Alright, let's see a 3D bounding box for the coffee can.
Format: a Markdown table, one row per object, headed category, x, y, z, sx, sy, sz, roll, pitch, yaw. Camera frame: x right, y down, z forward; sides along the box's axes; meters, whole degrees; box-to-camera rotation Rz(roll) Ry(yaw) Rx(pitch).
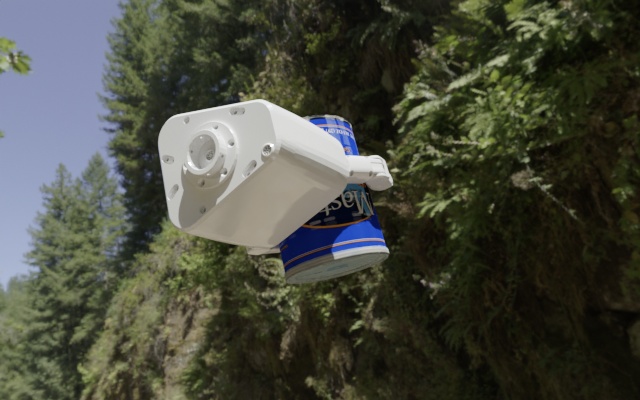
| category | x | y | z | sx | sy | sz | roll | pitch | yaw |
| --- | --- | --- | --- | --- | --- | --- | --- | --- | --- |
| coffee can | 0.000 | 0.002 | 0.478 | 0.103 | 0.140 | 0.103 | -13 | -17 | -4 |
